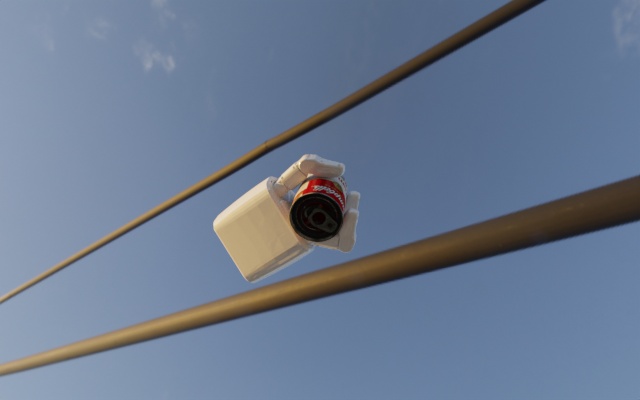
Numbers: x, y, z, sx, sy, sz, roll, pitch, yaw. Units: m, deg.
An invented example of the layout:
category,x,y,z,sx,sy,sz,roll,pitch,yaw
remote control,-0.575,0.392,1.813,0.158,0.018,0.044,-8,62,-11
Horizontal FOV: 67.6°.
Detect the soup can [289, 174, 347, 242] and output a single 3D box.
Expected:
category,x,y,z,sx,sy,sz,roll,pitch,yaw
soup can,0.000,0.002,0.636,0.068,0.068,0.102,0,23,7
